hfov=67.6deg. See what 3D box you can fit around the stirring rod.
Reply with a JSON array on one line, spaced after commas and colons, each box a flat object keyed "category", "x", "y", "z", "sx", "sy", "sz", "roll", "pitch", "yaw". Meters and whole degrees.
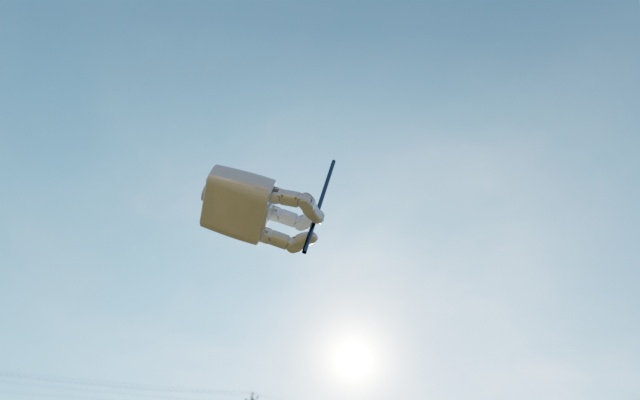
[{"category": "stirring rod", "x": 0.000, "y": 0.003, "z": 0.831, "sx": 0.011, "sy": 0.011, "sz": 0.239, "roll": 0, "pitch": 41, "yaw": 16}]
